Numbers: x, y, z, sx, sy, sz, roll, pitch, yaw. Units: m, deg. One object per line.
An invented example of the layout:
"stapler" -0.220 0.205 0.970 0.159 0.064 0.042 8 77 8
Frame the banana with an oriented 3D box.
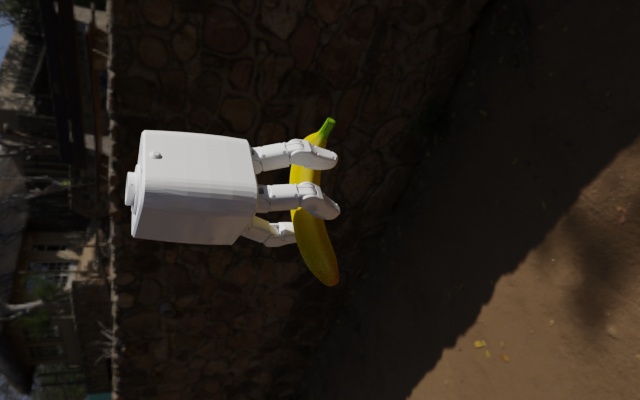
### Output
"banana" -0.009 0.004 0.555 0.037 0.197 0.070 8 -20 -29
